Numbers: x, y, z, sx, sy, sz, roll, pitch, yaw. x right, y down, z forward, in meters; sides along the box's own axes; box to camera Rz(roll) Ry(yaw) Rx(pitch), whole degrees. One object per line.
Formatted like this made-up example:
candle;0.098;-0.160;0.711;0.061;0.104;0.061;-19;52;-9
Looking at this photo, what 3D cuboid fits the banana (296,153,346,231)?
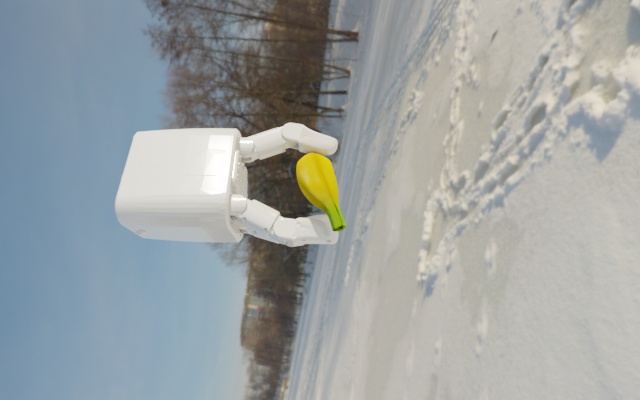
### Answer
banana;-0.003;-0.016;0.500;0.037;0.069;0.198;-10;7;0
